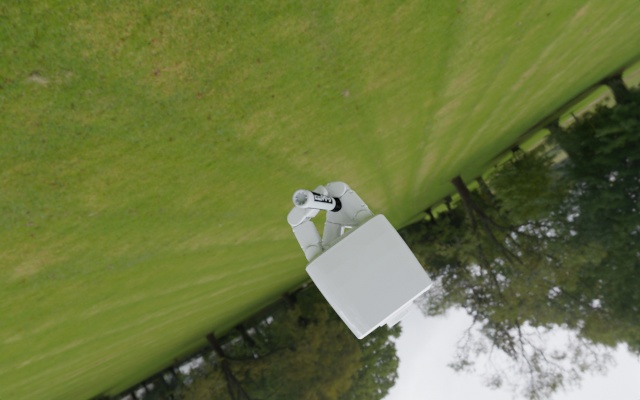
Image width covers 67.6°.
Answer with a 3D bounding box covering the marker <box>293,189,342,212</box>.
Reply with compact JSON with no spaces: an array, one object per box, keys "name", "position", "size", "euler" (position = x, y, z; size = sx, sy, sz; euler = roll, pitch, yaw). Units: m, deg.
[{"name":"marker","position":[0.000,0.002,0.542],"size":[0.020,0.020,0.121],"euler":[0,-4,19]}]
